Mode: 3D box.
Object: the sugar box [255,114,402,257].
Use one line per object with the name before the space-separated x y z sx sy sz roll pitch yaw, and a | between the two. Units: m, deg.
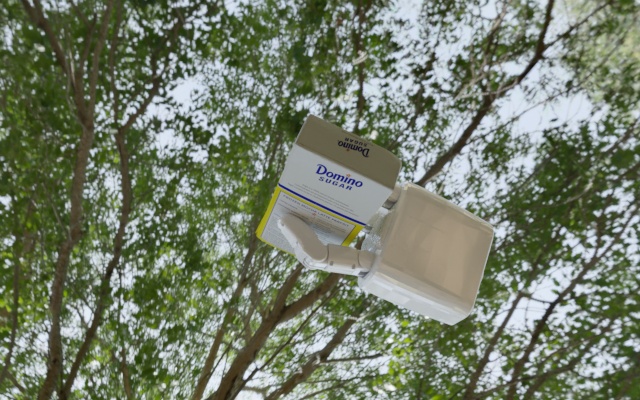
sugar box | 0.000 0.001 0.469 0.093 0.048 0.176 25 -38 -5
